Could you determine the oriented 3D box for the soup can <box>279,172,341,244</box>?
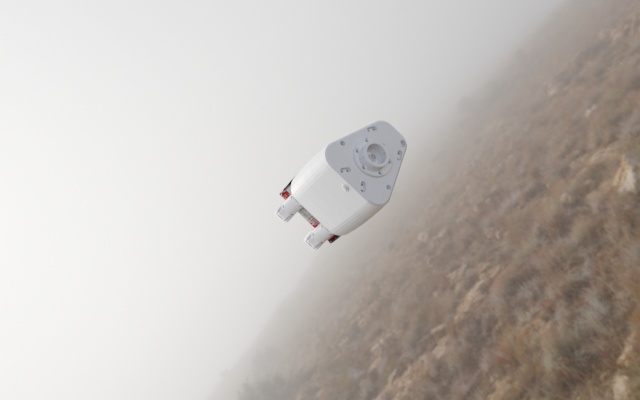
[{"bbox_3d":[0.000,0.002,0.677,0.102,0.068,0.068,43,-3,-3],"label":"soup can"}]
